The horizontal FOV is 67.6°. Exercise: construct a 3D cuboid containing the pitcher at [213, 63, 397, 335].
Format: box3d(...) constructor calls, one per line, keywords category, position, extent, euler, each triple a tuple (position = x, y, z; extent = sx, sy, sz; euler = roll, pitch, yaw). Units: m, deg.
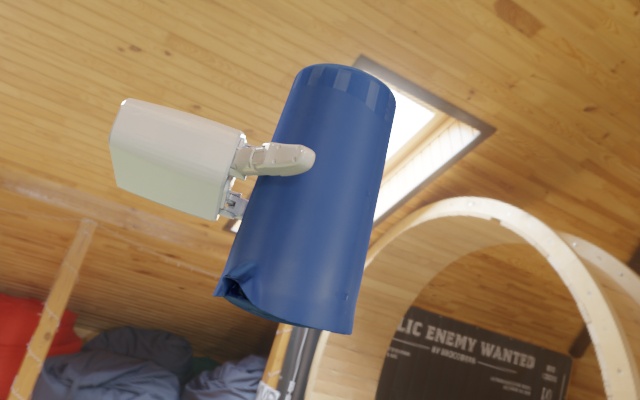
box3d(category="pitcher", position=(0.000, 0.001, 0.473), extent=(0.145, 0.242, 0.149), euler=(18, -11, -9))
